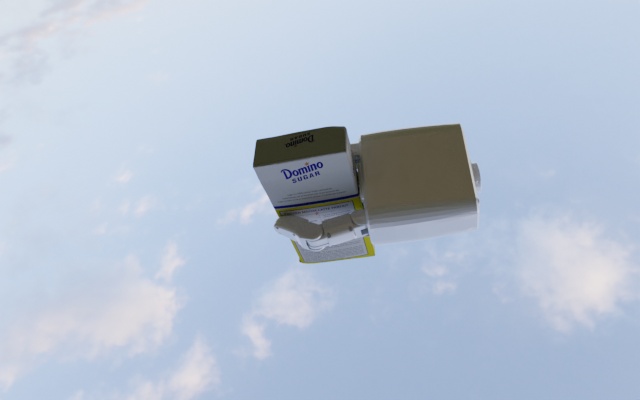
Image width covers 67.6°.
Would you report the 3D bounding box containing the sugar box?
[{"bbox_3d":[0.000,0.001,0.514,0.093,0.048,0.176,-8,-43,10],"label":"sugar box"}]
